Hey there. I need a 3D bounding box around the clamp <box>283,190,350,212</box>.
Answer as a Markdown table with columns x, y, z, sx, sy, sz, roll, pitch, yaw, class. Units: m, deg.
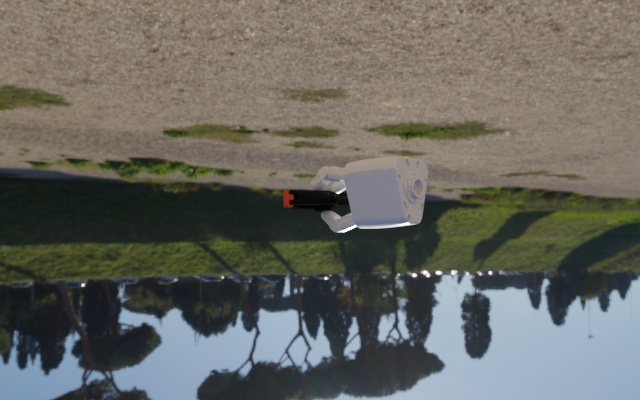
| x | y | z | sx | sy | sz | roll | pitch | yaw | class |
| --- | --- | --- | --- | --- | --- | --- | --- | --- | --- |
| 0.000 | 0.004 | 0.885 | 0.210 | 0.036 | 0.164 | 3 | -9 | -44 | clamp |
